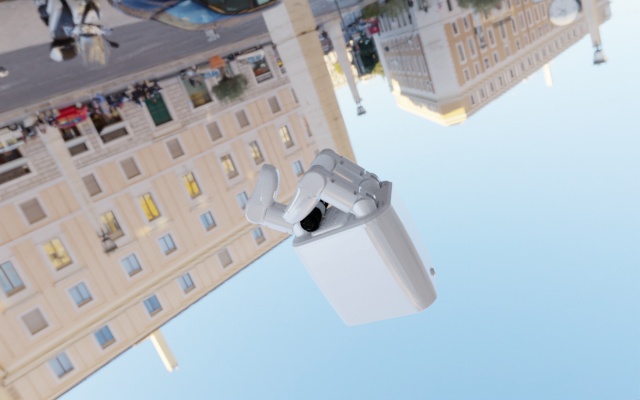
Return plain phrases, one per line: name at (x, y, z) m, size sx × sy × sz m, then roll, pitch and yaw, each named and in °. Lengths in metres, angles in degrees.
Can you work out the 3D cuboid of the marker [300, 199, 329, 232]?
marker at (0.000, 0.002, 0.492) m, size 0.020 × 0.020 × 0.121 m, roll 0°, pitch 21°, yaw 11°
